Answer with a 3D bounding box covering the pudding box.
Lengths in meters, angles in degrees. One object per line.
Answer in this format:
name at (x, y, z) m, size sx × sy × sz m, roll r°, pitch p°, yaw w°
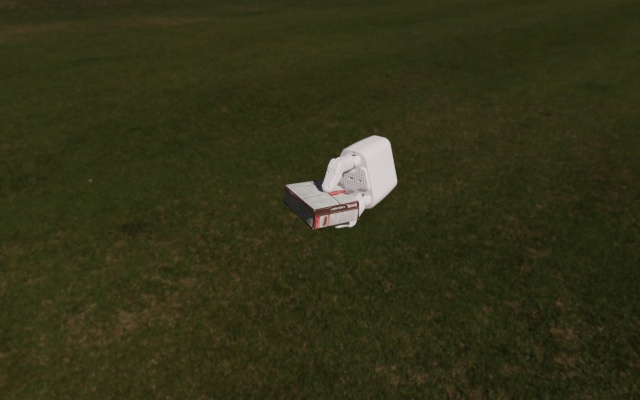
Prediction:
pudding box at (0.000, 0.002, 0.808) m, size 0.090 × 0.039 × 0.113 m, roll -11°, pitch 27°, yaw -27°
